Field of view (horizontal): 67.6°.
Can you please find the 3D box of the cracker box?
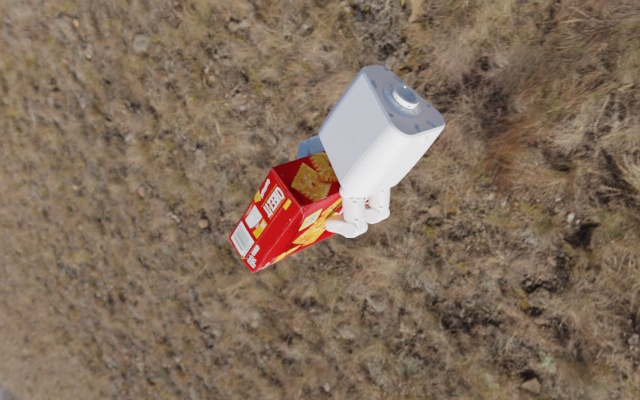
[{"bbox_3d":[0.000,0.002,0.655,0.213,0.072,0.164,-21,-21,-41],"label":"cracker box"}]
